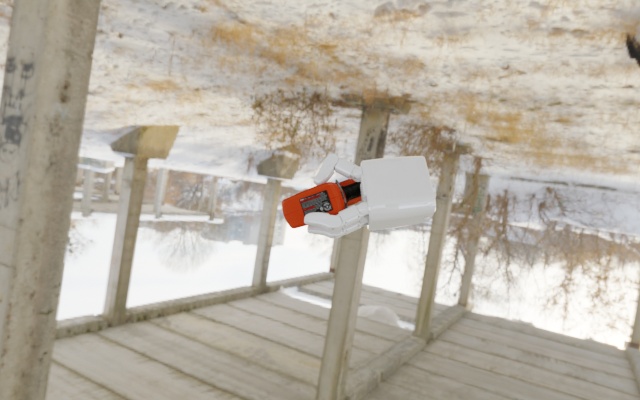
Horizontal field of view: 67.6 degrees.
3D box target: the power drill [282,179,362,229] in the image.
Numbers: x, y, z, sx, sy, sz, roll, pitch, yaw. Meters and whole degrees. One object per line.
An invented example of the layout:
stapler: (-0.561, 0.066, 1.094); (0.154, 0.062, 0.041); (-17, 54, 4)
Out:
power drill: (0.000, 0.003, 0.861); (0.184, 0.057, 0.187); (-22, 1, 19)
